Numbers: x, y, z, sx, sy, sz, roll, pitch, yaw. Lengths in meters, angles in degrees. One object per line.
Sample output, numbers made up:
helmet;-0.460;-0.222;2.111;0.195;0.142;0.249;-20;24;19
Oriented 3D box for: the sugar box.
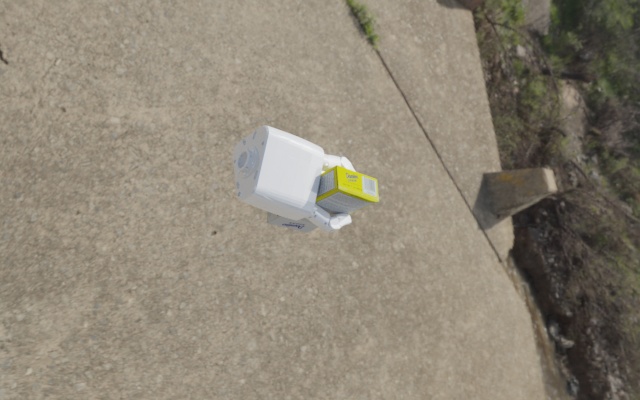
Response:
sugar box;0.000;0.002;0.782;0.093;0.048;0.176;17;-28;-40
